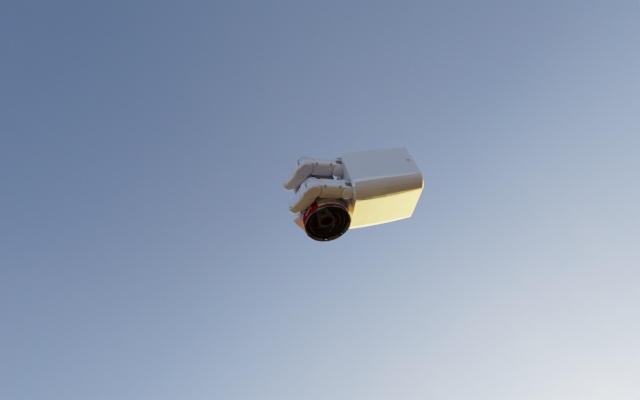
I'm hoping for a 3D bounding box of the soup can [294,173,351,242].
[{"bbox_3d":[0.000,0.002,0.716,0.068,0.069,0.102,0,39,-16],"label":"soup can"}]
